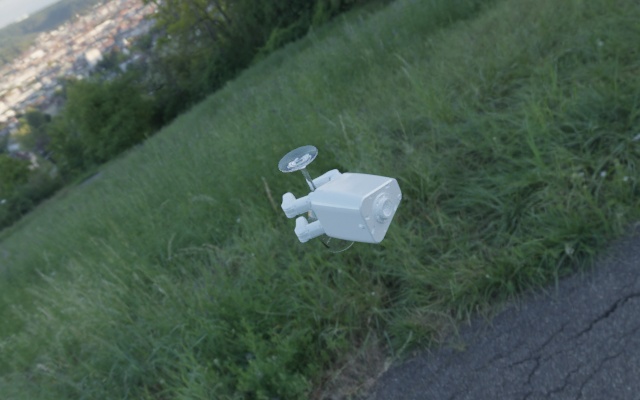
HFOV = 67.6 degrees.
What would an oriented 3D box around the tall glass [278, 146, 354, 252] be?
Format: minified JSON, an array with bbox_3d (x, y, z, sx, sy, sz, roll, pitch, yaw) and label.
[{"bbox_3d":[0.000,0.002,0.873,0.079,0.201,0.079,-19,32,13],"label":"tall glass"}]
